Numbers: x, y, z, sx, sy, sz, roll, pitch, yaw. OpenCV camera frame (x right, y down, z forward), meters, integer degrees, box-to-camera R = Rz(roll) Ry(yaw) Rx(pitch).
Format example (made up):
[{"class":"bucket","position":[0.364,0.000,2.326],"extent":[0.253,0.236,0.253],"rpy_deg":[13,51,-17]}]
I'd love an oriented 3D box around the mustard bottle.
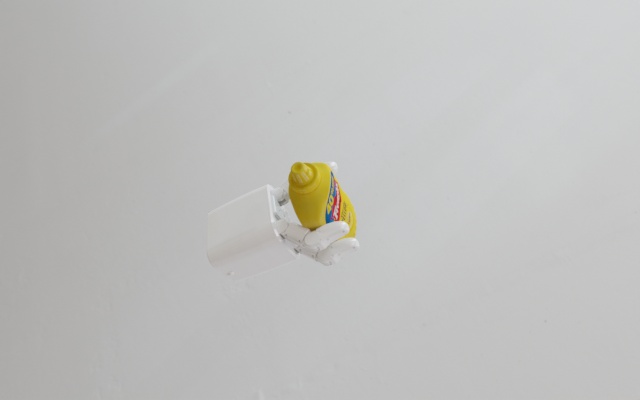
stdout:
[{"class":"mustard bottle","position":[0.001,0.002,0.666],"extent":[0.058,0.096,0.192],"rpy_deg":[-1,-27,20]}]
